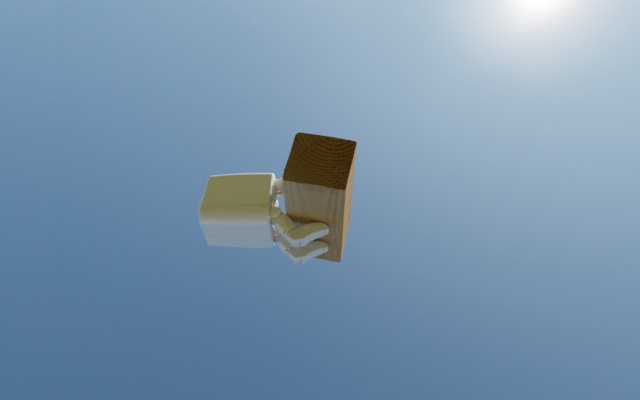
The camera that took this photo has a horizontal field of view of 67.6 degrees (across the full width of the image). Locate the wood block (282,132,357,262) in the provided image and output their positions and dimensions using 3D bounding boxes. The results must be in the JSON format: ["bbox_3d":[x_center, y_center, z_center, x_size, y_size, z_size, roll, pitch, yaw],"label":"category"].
[{"bbox_3d":[0.000,0.002,0.737,0.090,0.090,0.206,10,-34,6],"label":"wood block"}]
